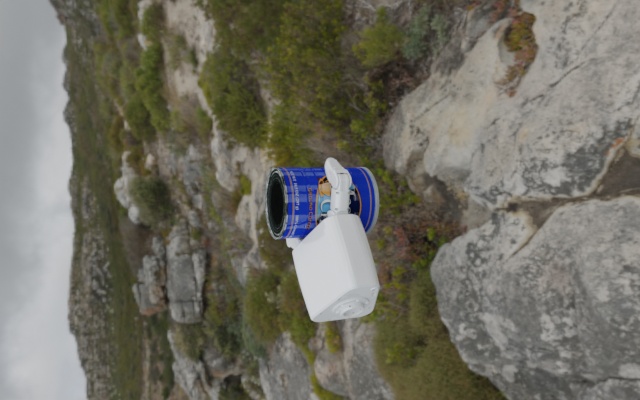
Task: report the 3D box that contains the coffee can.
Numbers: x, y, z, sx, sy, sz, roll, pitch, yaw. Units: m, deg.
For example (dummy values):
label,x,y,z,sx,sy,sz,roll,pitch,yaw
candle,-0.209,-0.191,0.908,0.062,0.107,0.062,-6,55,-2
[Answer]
label,x,y,z,sx,sy,sz,roll,pitch,yaw
coffee can,0.000,0.002,0.696,0.140,0.103,0.103,-2,0,-22
